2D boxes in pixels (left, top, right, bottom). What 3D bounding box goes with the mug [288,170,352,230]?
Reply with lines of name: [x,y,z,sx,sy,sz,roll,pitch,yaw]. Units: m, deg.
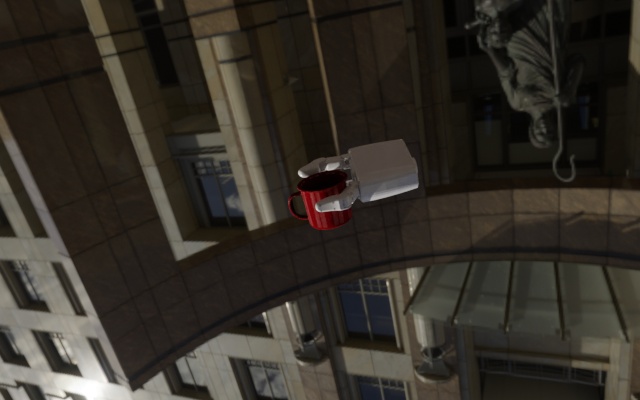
mug: [-0.001,0.003,0.870,0.117,0.081,0.093,-13,23,3]
